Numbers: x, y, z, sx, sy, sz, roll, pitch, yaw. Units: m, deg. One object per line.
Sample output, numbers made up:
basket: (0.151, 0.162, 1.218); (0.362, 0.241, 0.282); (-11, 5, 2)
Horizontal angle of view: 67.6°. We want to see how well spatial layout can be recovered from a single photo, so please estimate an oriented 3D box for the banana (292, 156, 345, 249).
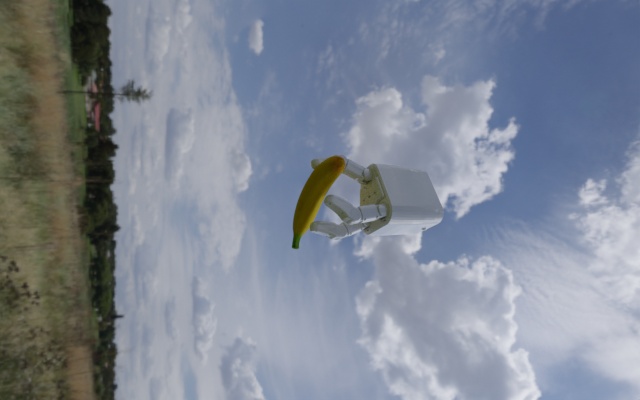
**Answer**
banana: (-0.005, -0.008, 0.754); (0.037, 0.069, 0.198); (6, -47, -22)
